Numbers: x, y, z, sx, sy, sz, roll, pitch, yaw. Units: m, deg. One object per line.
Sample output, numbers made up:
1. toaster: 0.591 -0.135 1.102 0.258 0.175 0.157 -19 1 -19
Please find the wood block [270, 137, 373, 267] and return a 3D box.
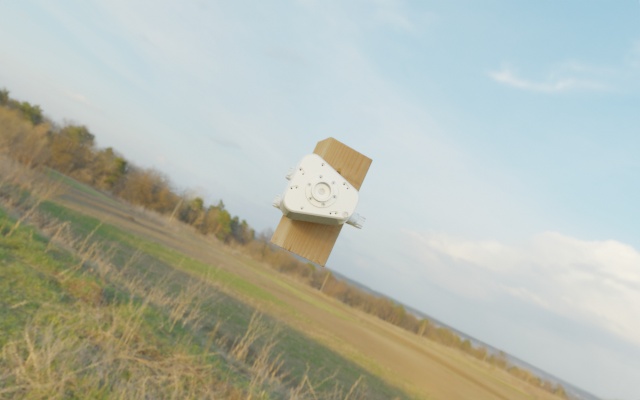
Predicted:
1. wood block: 0.001 0.003 0.853 0.091 0.206 0.090 27 -7 -14
